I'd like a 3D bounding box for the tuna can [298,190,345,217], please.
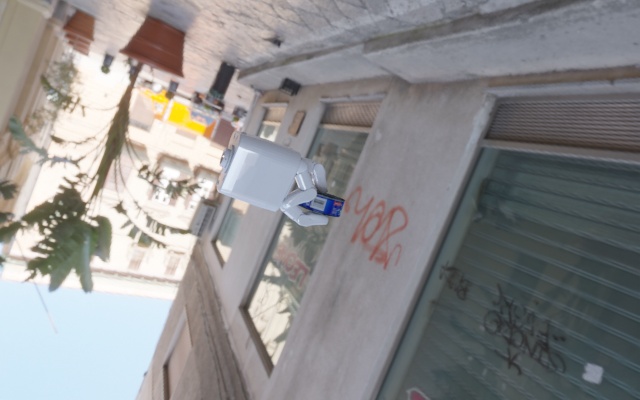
[{"bbox_3d":[0.000,0.003,0.876,0.086,0.034,0.086,17,5,-1],"label":"tuna can"}]
